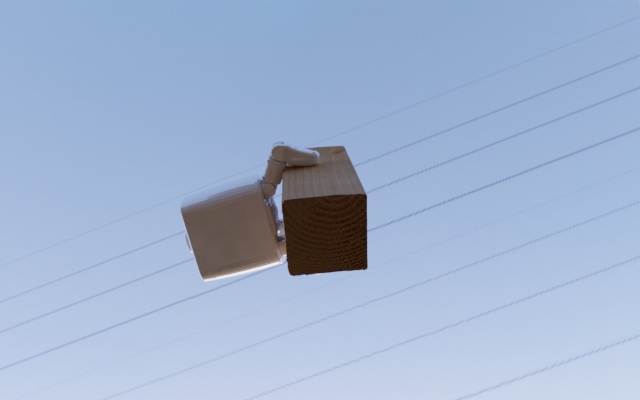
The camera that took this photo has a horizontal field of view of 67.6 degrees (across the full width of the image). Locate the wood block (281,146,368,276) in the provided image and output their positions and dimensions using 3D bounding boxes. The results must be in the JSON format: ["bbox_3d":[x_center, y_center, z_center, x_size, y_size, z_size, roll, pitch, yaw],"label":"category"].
[{"bbox_3d":[0.000,0.002,0.597,0.090,0.091,0.206,-5,21,-2],"label":"wood block"}]
